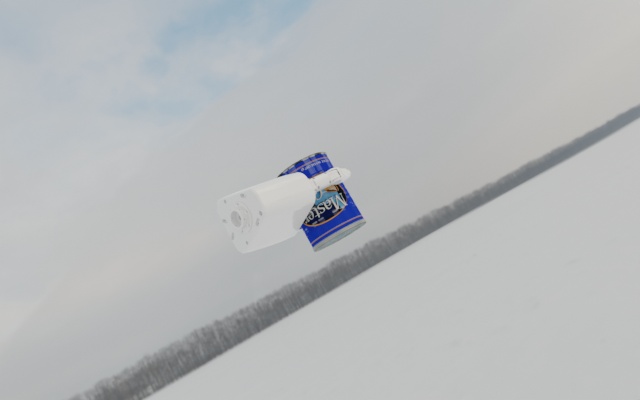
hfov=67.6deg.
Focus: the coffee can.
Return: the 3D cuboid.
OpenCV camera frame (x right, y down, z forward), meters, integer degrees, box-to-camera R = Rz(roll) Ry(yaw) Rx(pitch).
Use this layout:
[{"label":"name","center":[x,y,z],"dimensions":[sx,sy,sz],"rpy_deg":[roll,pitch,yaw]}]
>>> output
[{"label":"coffee can","center":[0.000,0.003,0.822],"dimensions":[0.103,0.140,0.103],"rpy_deg":[-29,-9,-5]}]
